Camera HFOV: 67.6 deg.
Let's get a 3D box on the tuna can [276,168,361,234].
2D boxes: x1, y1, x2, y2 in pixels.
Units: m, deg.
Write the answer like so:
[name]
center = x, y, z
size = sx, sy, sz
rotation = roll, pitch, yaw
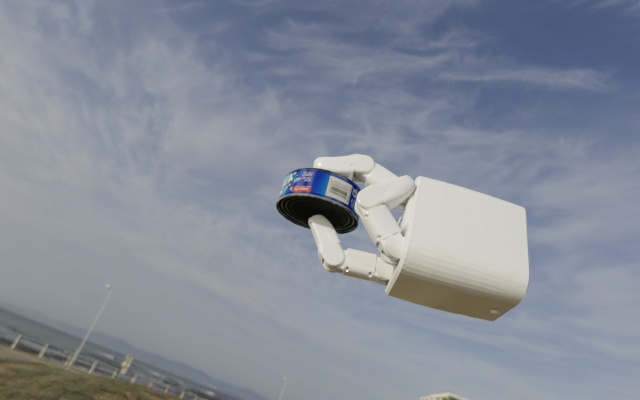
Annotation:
[tuna can]
center = 0.000, 0.001, 0.491
size = 0.086, 0.033, 0.086
rotation = 12, -25, 6
